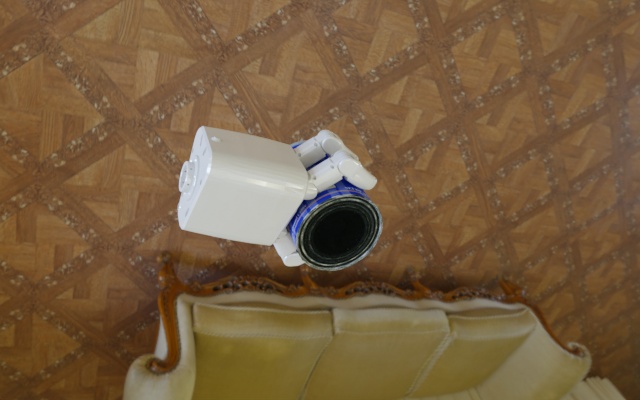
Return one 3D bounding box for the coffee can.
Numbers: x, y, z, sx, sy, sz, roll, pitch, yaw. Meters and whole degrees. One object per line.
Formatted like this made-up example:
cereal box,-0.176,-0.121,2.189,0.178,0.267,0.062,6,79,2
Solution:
coffee can,0.000,0.002,0.582,0.103,0.103,0.140,0,31,-22
